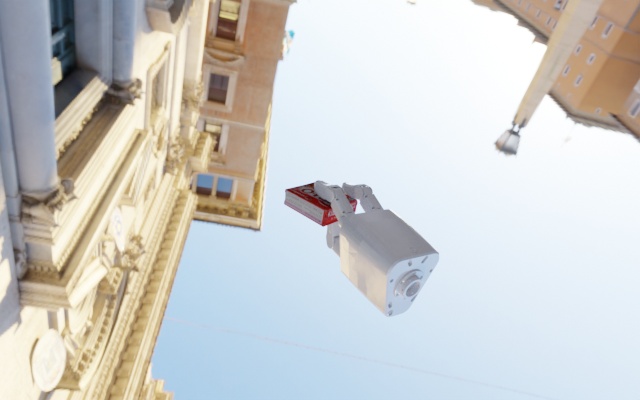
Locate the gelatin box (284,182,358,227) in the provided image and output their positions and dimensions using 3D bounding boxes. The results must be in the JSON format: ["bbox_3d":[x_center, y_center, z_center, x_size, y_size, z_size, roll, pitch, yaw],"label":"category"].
[{"bbox_3d":[0.000,0.003,0.734,0.089,0.030,0.073,27,30,37],"label":"gelatin box"}]
